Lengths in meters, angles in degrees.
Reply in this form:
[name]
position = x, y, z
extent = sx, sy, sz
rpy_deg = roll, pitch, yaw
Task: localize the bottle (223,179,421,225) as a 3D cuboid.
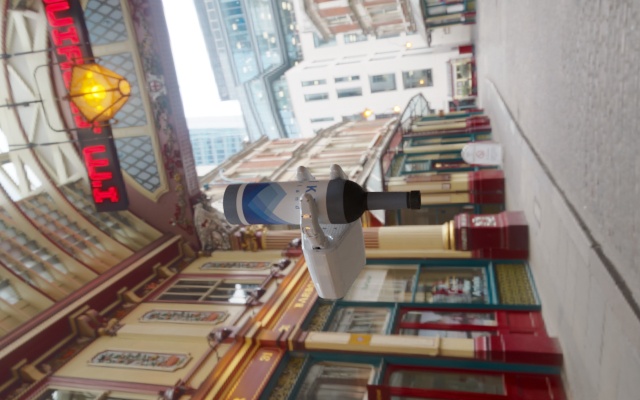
[bottle]
position = 0.000, 0.002, 0.716
extent = 0.296, 0.069, 0.069
rpy_deg = -1, -1, 18
